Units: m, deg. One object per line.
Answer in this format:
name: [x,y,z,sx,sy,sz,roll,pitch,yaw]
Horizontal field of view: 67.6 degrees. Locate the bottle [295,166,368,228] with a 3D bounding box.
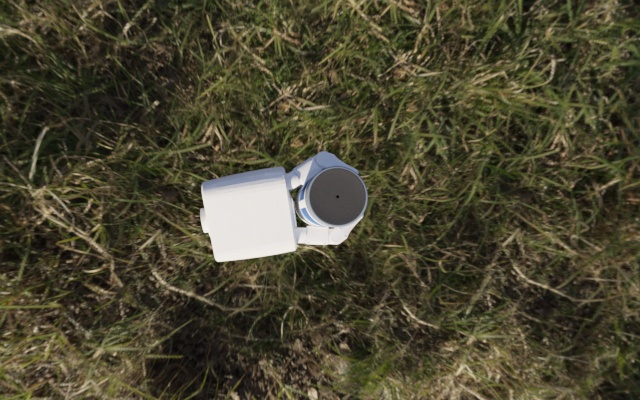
bottle: [0.000,0.002,0.657,0.069,0.069,0.296,0,-2,-7]
